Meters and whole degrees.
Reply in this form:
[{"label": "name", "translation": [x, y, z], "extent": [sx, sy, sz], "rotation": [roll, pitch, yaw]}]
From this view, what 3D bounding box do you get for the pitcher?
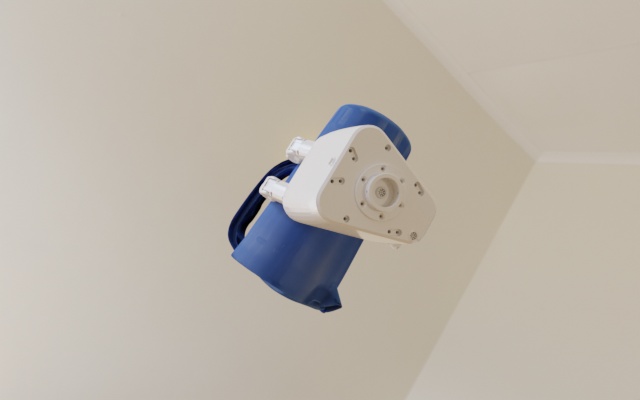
[{"label": "pitcher", "translation": [0.000, 0.002, 0.596], "extent": [0.149, 0.243, 0.145], "rotation": [34, -9, -13]}]
